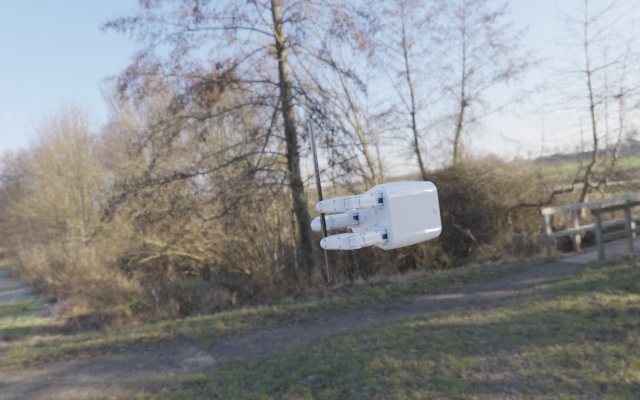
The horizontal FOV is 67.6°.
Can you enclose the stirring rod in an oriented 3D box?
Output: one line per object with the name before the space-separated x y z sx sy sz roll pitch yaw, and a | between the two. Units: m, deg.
stirring rod | 0.000 0.002 0.715 0.011 0.239 0.011 -7 1 0
